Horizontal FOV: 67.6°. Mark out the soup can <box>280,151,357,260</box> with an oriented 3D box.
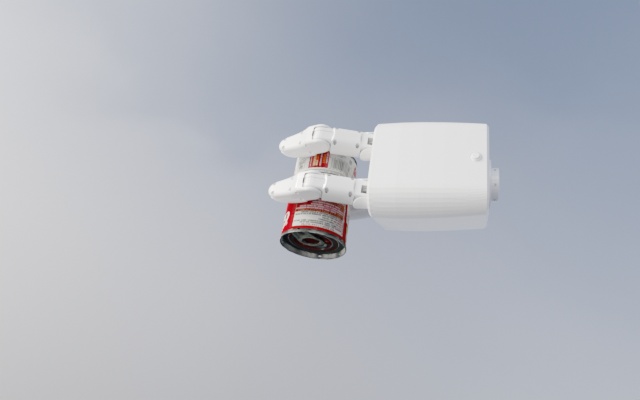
[{"bbox_3d":[0.000,0.001,0.500,0.068,0.102,0.068,8,-28,4],"label":"soup can"}]
